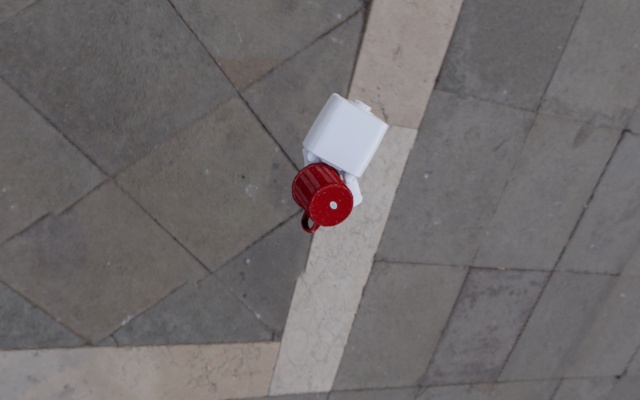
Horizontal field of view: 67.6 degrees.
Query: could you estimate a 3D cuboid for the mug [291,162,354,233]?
[{"bbox_3d":[-0.001,0.004,0.815,0.093,0.117,0.081,22,16,-28],"label":"mug"}]
